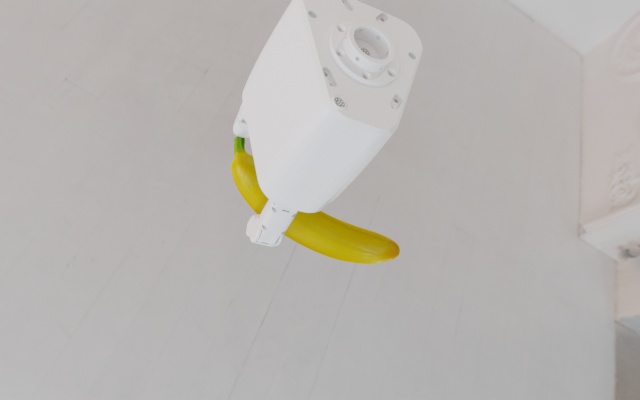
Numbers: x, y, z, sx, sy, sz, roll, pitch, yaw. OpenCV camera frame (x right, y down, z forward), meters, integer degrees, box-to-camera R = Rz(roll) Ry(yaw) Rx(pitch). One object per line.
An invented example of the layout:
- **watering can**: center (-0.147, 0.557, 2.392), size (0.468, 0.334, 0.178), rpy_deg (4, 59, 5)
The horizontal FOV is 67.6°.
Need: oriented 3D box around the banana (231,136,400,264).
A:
- **banana**: center (-0.010, 0.012, 0.447), size (0.198, 0.069, 0.037), rpy_deg (36, -39, -6)
